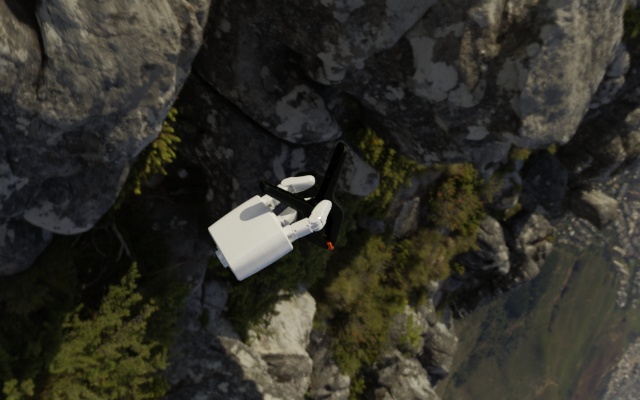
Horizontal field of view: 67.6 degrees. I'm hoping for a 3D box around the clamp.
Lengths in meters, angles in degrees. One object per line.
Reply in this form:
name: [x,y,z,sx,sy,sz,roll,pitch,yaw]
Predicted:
clamp: [0.000,0.004,0.852,0.164,0.210,0.036,-32,41,-8]
